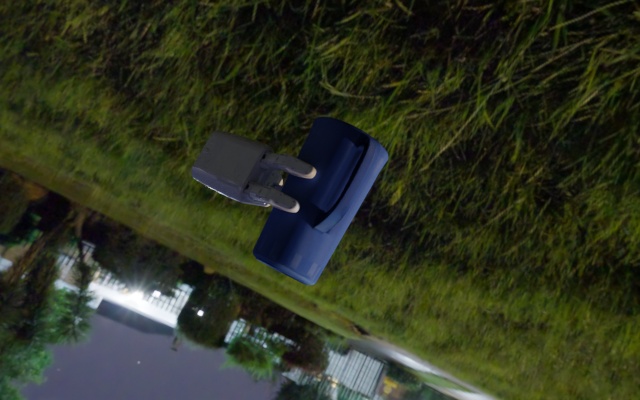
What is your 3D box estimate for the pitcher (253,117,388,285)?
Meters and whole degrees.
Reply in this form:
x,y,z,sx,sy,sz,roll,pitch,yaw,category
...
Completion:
x,y,z,sx,sy,sz,roll,pitch,yaw,category
0.000,0.002,0.733,0.145,0.243,0.149,23,-12,23,pitcher
